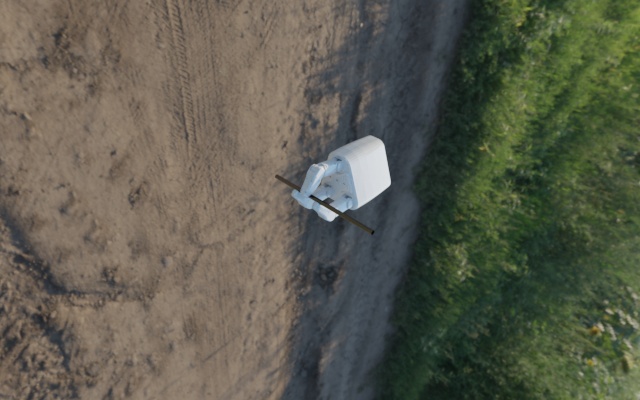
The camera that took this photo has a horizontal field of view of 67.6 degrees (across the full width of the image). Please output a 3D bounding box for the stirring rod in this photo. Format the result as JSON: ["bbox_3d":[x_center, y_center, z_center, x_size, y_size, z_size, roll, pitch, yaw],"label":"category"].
[{"bbox_3d":[0.000,0.003,0.835,0.239,0.011,0.011,30,19,36],"label":"stirring rod"}]
